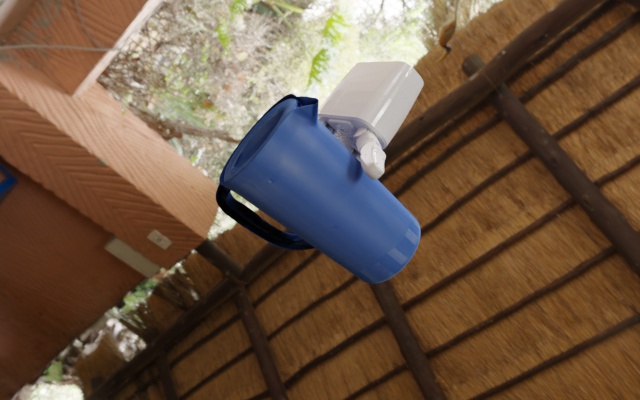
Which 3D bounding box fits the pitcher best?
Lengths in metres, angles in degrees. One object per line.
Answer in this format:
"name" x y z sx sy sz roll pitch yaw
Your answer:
"pitcher" 0.000 0.002 0.592 0.243 0.145 0.149 40 -19 -21
